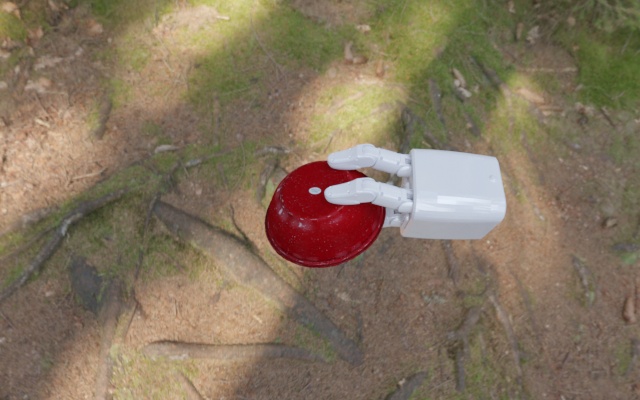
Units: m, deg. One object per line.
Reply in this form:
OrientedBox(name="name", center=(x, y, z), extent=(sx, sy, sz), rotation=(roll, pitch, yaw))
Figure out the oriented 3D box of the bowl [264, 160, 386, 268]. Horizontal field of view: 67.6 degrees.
OrientedBox(name="bowl", center=(-0.001, 0.002, 0.604), extent=(0.162, 0.162, 0.055), rotation=(0, -36, 14))
